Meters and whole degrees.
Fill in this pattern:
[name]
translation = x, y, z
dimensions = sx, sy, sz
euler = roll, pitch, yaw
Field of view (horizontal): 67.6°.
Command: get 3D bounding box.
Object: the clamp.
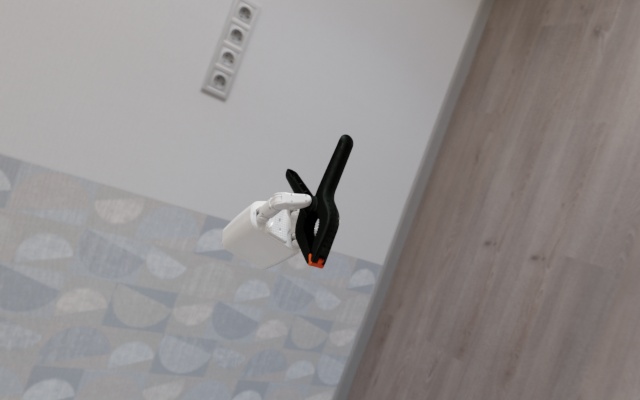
[clamp]
translation = -0.001, 0.003, 0.770
dimensions = 0.036, 0.209, 0.165
euler = 19, -37, -34
